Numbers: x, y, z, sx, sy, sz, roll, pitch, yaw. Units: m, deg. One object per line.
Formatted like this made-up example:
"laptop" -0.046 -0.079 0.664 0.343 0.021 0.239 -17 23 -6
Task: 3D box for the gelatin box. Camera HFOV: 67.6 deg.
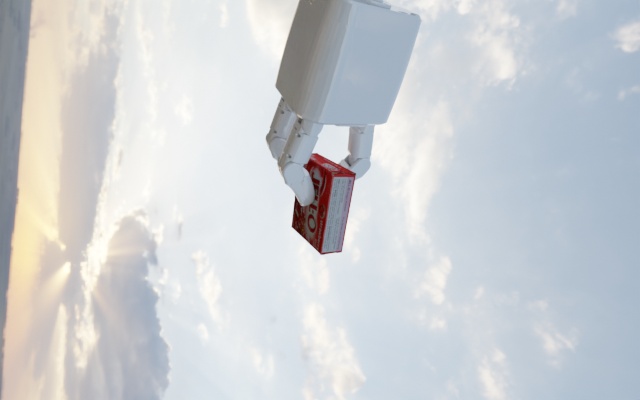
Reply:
"gelatin box" 0.000 0.002 0.503 0.030 0.089 0.073 -2 21 -29
